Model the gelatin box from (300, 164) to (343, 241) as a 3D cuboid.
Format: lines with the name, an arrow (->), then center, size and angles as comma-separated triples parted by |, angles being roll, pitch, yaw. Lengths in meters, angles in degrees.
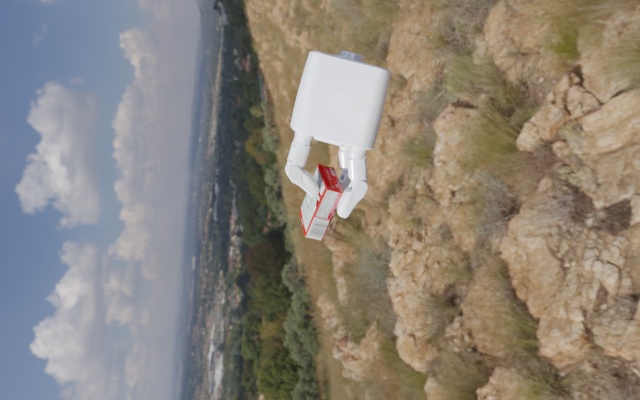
gelatin box -> 0.000, 0.002, 0.702 | 0.030, 0.089, 0.073 | 15, 27, -18
